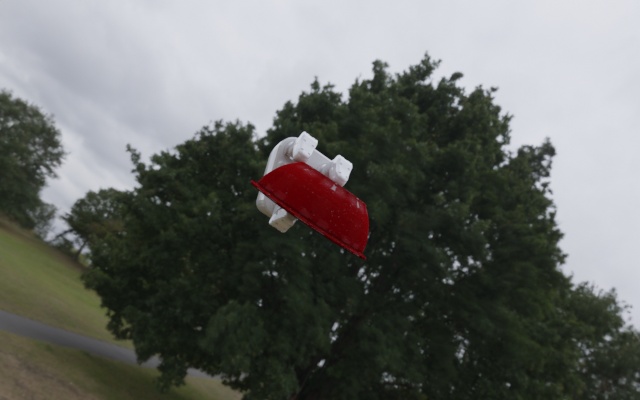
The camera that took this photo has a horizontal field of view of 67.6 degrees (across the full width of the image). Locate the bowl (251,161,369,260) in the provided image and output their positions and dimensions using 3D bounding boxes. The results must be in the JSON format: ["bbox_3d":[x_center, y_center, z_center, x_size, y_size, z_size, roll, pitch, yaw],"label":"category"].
[{"bbox_3d":[0.001,0.002,0.557,0.162,0.055,0.162,34,1,-1],"label":"bowl"}]
